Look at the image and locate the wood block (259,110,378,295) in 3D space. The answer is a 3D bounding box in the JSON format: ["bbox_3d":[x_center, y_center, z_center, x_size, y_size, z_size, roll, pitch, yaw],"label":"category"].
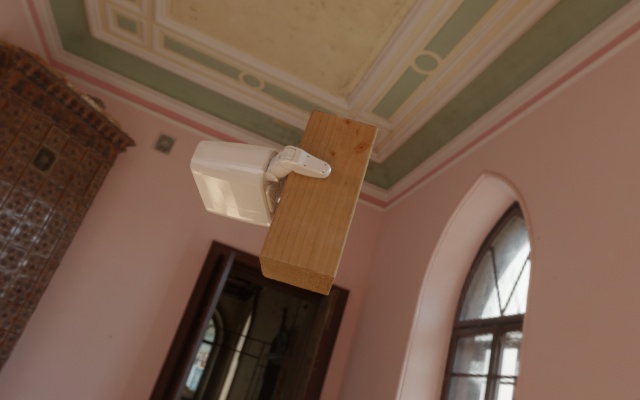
[{"bbox_3d":[0.000,0.002,0.608,0.090,0.206,0.091,16,-23,4],"label":"wood block"}]
